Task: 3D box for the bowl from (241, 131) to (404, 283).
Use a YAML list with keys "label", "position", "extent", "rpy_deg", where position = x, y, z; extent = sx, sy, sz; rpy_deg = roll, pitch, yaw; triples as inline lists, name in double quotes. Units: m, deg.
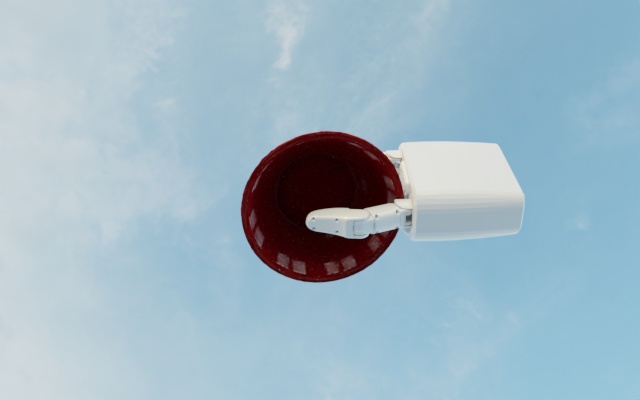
- label: "bowl"
  position: [-0.001, 0.001, 0.488]
  extent: [0.162, 0.162, 0.055]
  rpy_deg: [0, 23, -10]
